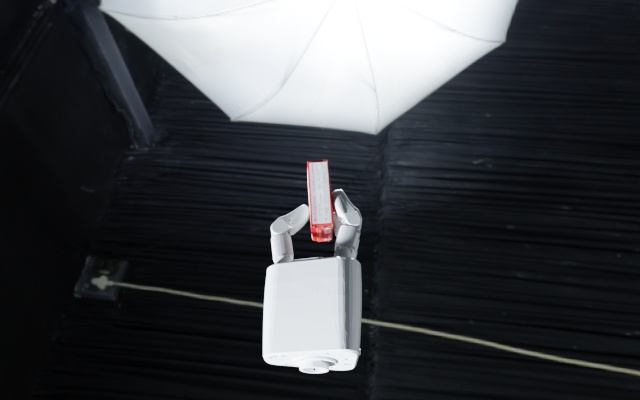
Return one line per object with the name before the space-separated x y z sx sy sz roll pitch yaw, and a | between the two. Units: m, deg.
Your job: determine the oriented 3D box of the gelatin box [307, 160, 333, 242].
gelatin box | 0.000 0.002 0.619 0.030 0.089 0.073 -4 -18 -1
